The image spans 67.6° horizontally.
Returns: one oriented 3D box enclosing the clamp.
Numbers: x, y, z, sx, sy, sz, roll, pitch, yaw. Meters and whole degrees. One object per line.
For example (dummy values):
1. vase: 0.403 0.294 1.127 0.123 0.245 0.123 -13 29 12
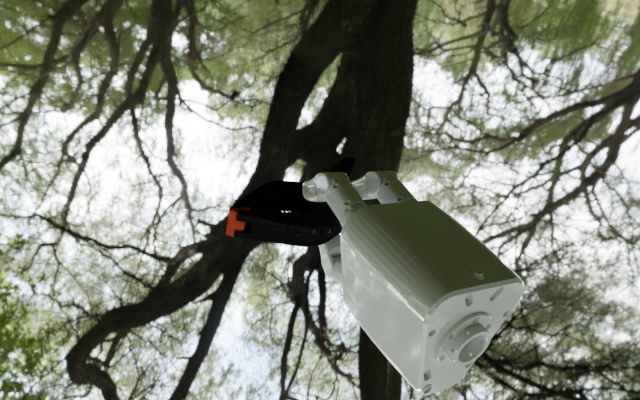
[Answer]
1. clamp: 0.000 0.002 0.489 0.210 0.036 0.164 -4 32 -29
